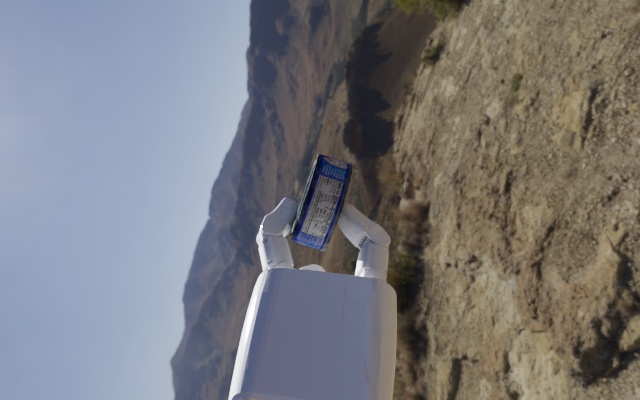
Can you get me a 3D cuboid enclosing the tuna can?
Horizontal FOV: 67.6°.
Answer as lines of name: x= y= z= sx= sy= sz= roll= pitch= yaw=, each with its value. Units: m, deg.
tuna can: x=0.000 y=0.001 z=0.443 sx=0.034 sy=0.086 sz=0.086 roll=18 pitch=-1 yaw=-4
